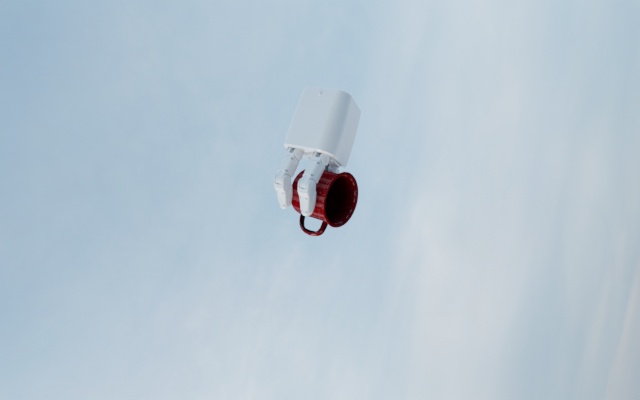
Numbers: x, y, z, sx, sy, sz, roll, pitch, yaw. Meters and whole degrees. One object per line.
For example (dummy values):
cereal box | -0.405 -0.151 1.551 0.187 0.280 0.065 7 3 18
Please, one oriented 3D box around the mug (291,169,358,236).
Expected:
mug | 0.000 0.004 0.798 0.081 0.117 0.093 15 -7 38
